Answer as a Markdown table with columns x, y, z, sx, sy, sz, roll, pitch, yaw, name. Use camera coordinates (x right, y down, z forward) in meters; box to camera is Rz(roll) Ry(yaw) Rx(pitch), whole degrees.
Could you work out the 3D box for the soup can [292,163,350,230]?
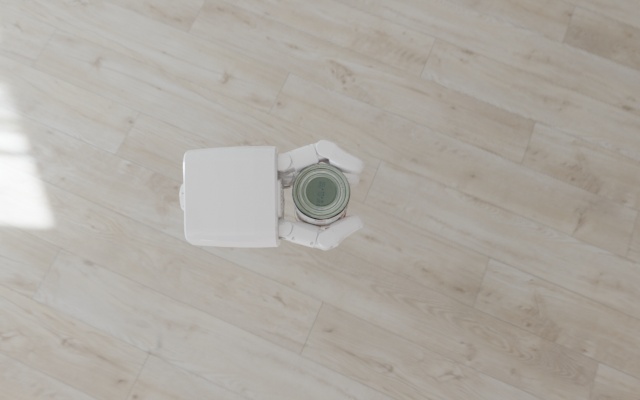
| x | y | z | sx | sy | sz | roll | pitch | yaw | name |
| --- | --- | --- | --- | --- | --- | --- | --- | --- | --- |
| 0.001 | 0.002 | 0.582 | 0.068 | 0.068 | 0.102 | 0 | -15 | -1 | soup can |
